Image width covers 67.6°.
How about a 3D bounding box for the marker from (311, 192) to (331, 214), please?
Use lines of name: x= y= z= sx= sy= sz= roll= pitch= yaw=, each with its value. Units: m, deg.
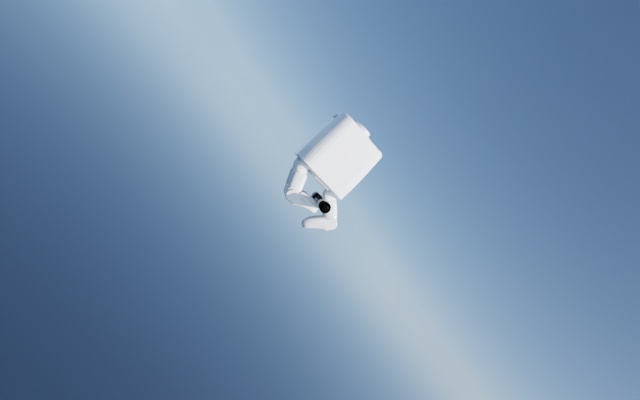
marker: x=0.000 y=0.003 z=0.805 sx=0.020 sy=0.020 sz=0.121 roll=0 pitch=9 yaw=-8
